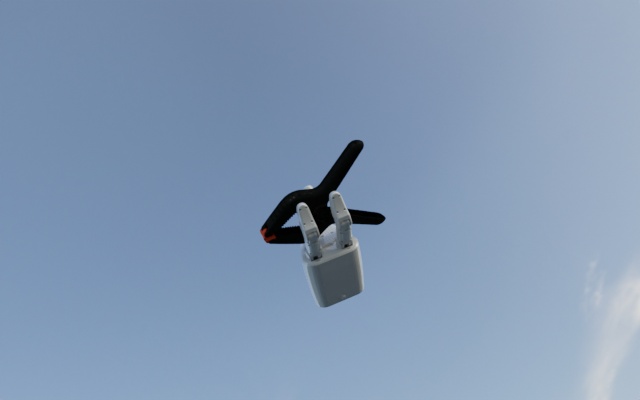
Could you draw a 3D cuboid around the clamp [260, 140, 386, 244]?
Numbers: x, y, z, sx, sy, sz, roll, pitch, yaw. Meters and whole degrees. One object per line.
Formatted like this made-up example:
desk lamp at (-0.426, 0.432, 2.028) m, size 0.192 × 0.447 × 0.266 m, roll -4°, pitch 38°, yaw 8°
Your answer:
clamp at (-0.001, 0.003, 0.762) m, size 0.210 × 0.165 × 0.036 m, roll -21°, pitch 32°, yaw -12°
